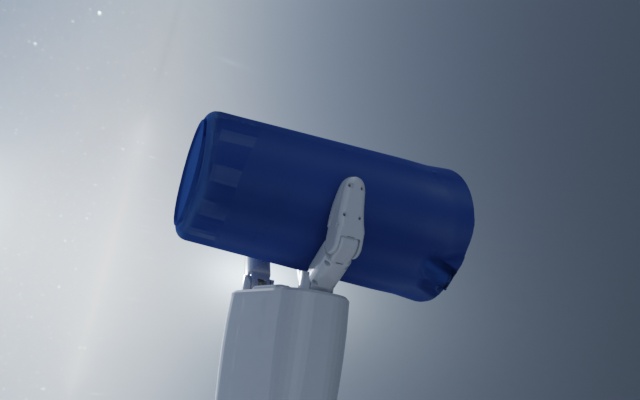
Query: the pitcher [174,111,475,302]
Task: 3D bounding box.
[{"bbox_3d":[0.000,0.002,0.436,0.243,0.145,0.149,15,-20,-22],"label":"pitcher"}]
